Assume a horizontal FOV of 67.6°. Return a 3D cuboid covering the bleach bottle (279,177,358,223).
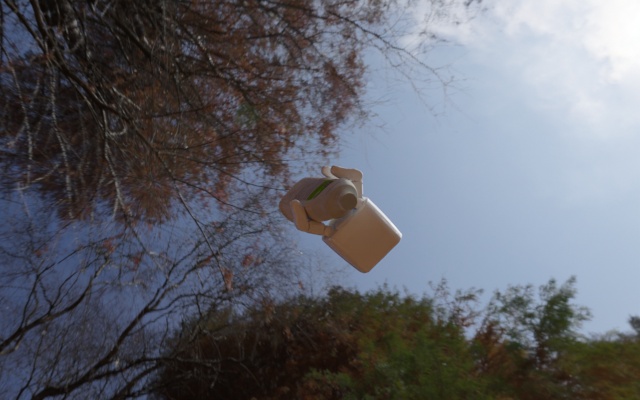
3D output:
[{"bbox_3d":[0.000,0.003,0.895,0.068,0.102,0.251,44,-12,-16],"label":"bleach bottle"}]
